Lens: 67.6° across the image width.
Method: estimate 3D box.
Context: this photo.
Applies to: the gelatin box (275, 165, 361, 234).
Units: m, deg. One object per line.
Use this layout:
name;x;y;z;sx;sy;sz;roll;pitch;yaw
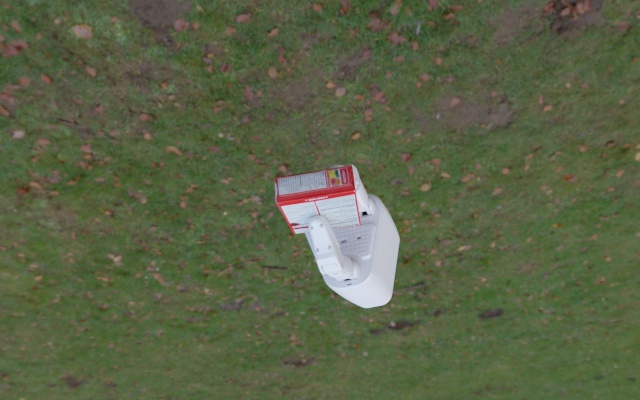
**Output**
gelatin box;0.000;0.002;0.469;0.073;0.030;0.089;-9;-24;5
